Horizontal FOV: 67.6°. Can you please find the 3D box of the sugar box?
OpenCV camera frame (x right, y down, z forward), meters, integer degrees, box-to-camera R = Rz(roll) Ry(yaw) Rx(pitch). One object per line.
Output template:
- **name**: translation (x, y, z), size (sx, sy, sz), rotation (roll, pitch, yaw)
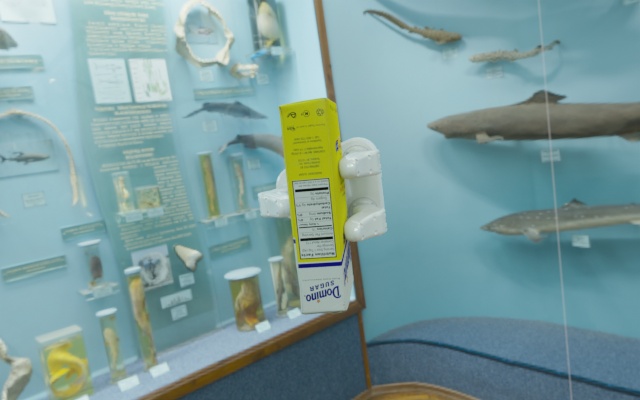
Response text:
- **sugar box**: translation (0.001, 0.001, 0.427), size (0.048, 0.176, 0.093), rotation (-7, 8, 9)
